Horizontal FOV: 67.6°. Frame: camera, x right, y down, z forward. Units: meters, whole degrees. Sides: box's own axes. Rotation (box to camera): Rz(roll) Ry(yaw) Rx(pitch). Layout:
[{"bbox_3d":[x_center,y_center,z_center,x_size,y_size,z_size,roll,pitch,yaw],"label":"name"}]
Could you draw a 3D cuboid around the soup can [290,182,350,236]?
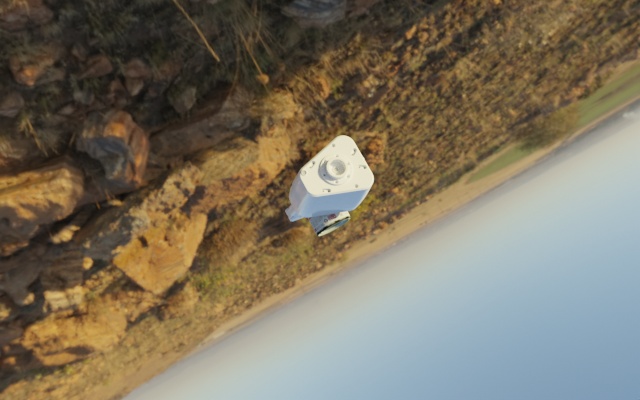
[{"bbox_3d":[0.000,0.003,0.838,0.068,0.102,0.068,-28,-10,-6],"label":"soup can"}]
